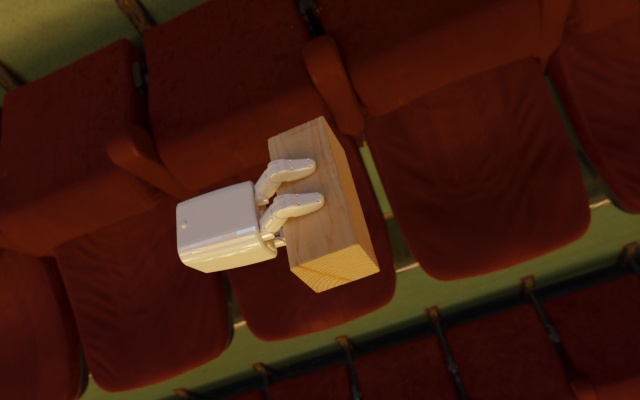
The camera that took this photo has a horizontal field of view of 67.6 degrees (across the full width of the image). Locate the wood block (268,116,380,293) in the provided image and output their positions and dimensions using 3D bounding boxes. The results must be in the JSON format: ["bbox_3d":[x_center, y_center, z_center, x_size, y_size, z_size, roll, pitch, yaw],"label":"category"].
[{"bbox_3d":[0.000,0.002,0.636,0.090,0.206,0.091,-21,-35,12],"label":"wood block"}]
